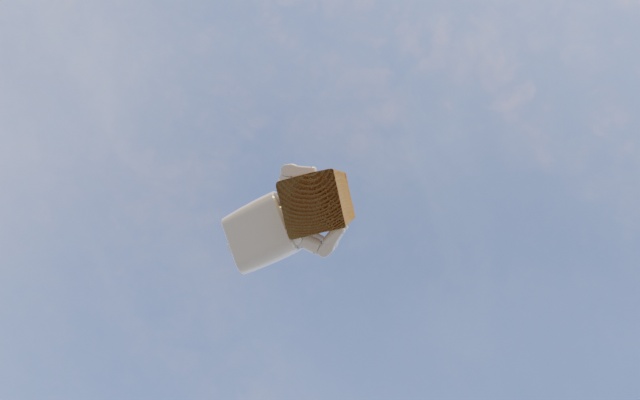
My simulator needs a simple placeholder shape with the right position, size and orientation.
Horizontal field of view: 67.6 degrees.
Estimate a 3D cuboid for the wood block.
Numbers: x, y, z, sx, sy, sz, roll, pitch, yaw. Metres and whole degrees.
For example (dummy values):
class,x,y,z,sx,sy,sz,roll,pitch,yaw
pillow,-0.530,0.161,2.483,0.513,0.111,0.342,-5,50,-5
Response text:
class,x,y,z,sx,sy,sz,roll,pitch,yaw
wood block,0.000,0.002,0.793,0.090,0.091,0.206,-13,0,8
